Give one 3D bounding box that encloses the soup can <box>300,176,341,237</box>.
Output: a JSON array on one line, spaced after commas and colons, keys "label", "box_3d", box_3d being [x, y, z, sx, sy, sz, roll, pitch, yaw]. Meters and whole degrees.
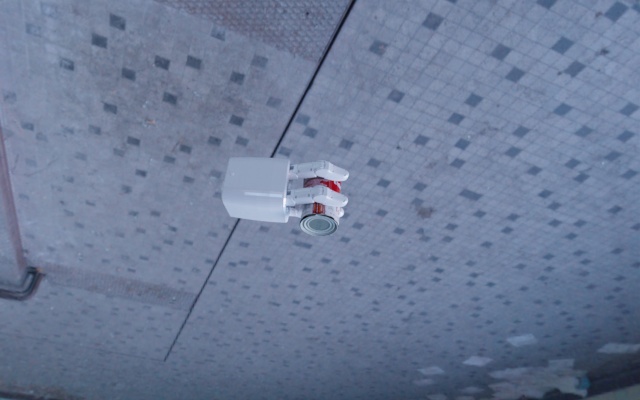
[{"label": "soup can", "box_3d": [0.001, 0.003, 0.830, 0.068, 0.102, 0.069, 3, -36, 2]}]
